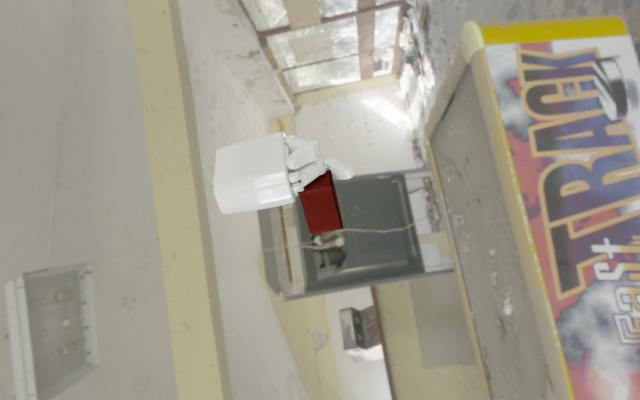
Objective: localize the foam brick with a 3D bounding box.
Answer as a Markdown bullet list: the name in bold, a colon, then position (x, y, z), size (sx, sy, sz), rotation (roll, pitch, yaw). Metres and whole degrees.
- **foam brick**: position (0.000, 0.003, 0.717), size (0.051, 0.078, 0.053), rotation (-13, 29, 3)
